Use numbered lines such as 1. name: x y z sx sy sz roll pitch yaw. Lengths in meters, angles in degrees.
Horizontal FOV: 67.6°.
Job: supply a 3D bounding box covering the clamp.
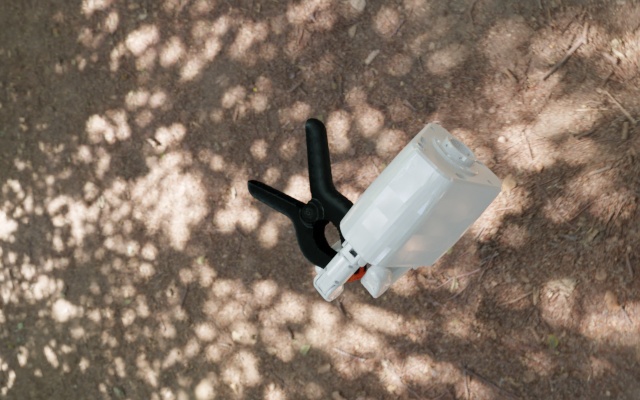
1. clamp: 0.000 0.002 0.499 0.039 0.171 0.120 -14 -33 -53
